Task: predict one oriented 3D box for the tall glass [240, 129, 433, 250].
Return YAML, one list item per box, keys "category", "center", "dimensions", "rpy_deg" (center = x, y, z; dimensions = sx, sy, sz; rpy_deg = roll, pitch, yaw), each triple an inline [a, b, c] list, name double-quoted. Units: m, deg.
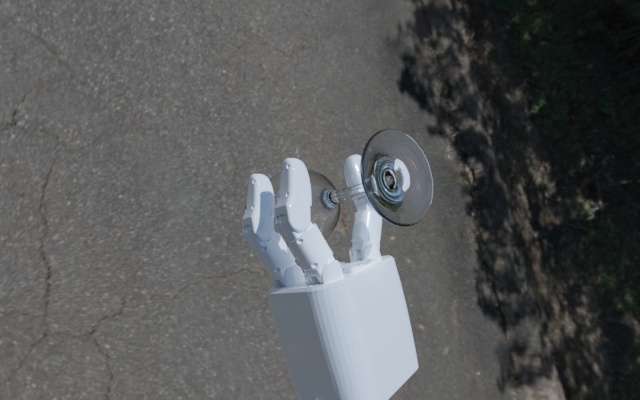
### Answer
- category: "tall glass"
  center: [0.000, 0.001, 0.430]
  dimensions: [0.079, 0.079, 0.201]
  rpy_deg: [0, -10, -37]
